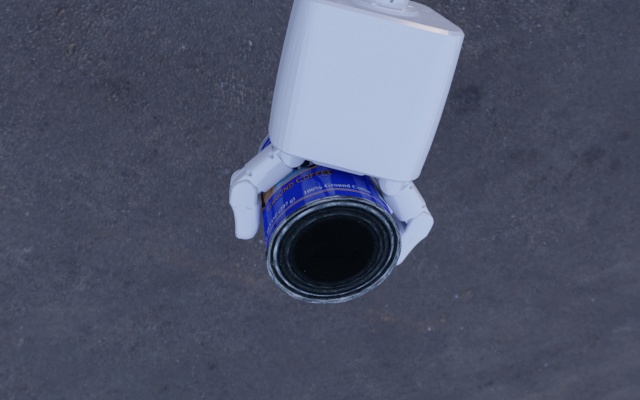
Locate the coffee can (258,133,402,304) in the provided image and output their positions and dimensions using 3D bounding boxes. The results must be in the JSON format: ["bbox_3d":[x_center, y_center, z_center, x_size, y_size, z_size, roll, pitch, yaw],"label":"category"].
[{"bbox_3d":[0.000,0.001,0.409,0.103,0.103,0.140,0,34,-11],"label":"coffee can"}]
